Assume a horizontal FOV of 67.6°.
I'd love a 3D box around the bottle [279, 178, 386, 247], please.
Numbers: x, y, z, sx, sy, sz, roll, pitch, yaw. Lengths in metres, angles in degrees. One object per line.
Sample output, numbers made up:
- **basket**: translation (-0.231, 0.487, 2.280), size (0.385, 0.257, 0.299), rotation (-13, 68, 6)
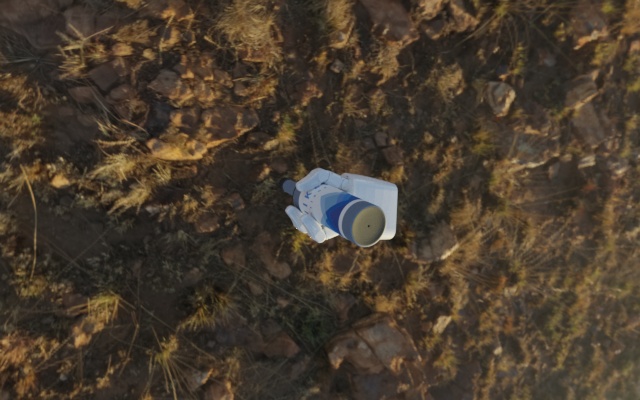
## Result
- **bottle**: translation (0.000, 0.003, 0.838), size (0.069, 0.069, 0.295), rotation (0, 14, -31)
